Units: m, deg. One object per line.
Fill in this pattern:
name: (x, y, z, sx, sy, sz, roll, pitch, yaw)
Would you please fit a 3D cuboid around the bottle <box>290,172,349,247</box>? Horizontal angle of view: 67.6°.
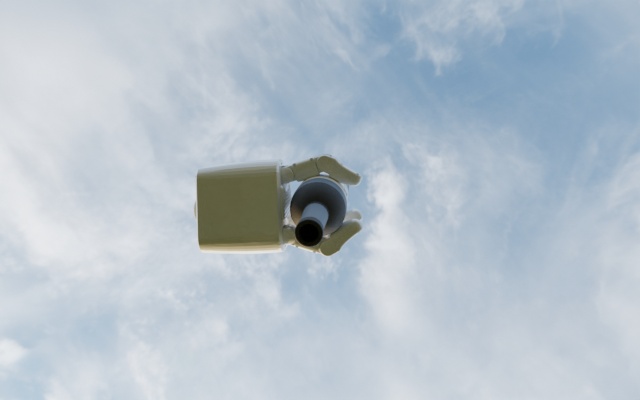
bottle: (0.000, 0.002, 0.594, 0.069, 0.069, 0.295, 0, 12, 4)
